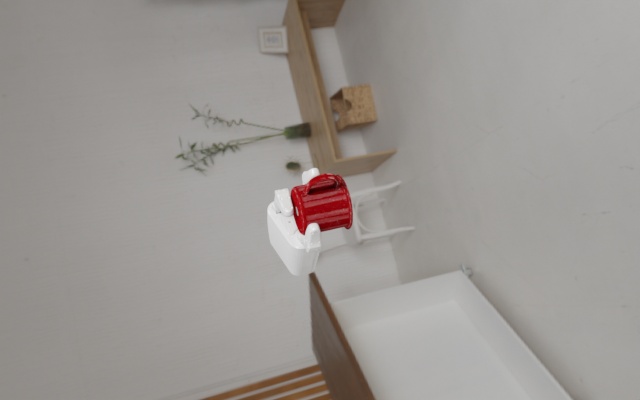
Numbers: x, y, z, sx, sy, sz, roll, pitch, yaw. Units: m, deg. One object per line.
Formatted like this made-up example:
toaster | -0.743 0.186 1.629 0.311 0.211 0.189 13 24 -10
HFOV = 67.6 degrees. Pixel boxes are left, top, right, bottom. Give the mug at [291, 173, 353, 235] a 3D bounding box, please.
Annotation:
mug | 0.000 0.002 0.774 0.081 0.093 0.117 -12 -38 -14
